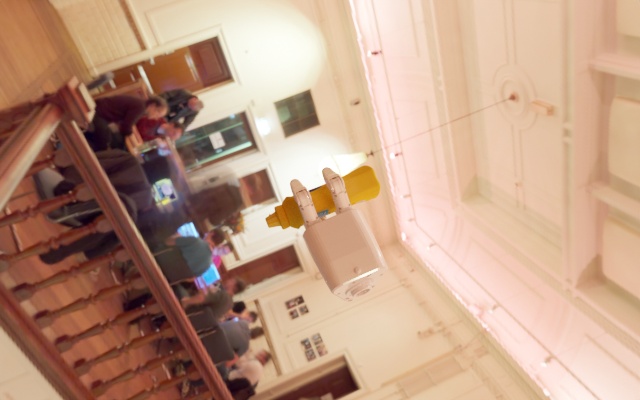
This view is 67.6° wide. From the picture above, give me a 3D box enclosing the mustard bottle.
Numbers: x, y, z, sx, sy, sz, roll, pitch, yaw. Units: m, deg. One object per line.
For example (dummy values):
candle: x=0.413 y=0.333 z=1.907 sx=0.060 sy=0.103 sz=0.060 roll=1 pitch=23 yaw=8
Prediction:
mustard bottle: x=0.000 y=0.002 z=0.795 sx=0.191 sy=0.058 sz=0.096 roll=-22 pitch=-2 yaw=-8
